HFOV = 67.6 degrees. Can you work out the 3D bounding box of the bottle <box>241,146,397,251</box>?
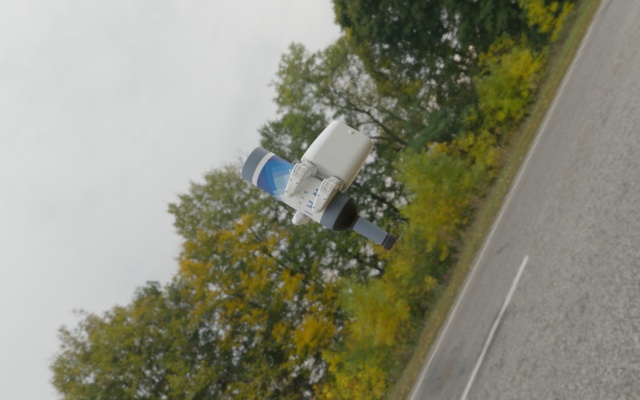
[{"bbox_3d":[0.000,0.003,0.847,0.295,0.069,0.069,30,5,10],"label":"bottle"}]
